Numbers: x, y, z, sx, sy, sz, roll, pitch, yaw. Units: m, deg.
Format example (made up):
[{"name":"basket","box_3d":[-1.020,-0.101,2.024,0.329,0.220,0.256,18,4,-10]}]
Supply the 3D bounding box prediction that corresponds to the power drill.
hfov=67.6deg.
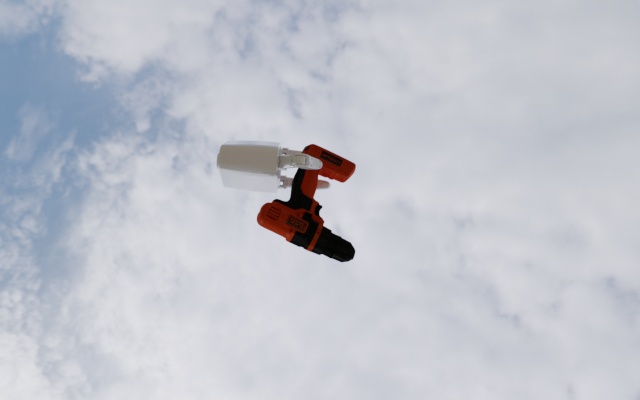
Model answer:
[{"name":"power drill","box_3d":[0.000,0.002,0.863,0.184,0.187,0.057,26,-28,-7]}]
